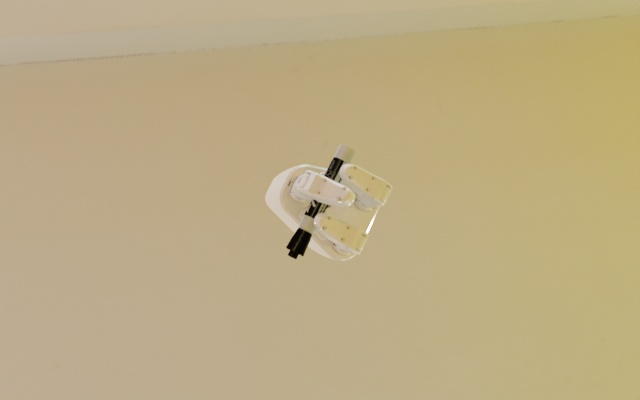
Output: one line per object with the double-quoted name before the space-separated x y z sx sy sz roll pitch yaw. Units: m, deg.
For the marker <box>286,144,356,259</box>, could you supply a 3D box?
"marker" 0.000 0.002 0.466 0.020 0.121 0.020 27 -9 4
